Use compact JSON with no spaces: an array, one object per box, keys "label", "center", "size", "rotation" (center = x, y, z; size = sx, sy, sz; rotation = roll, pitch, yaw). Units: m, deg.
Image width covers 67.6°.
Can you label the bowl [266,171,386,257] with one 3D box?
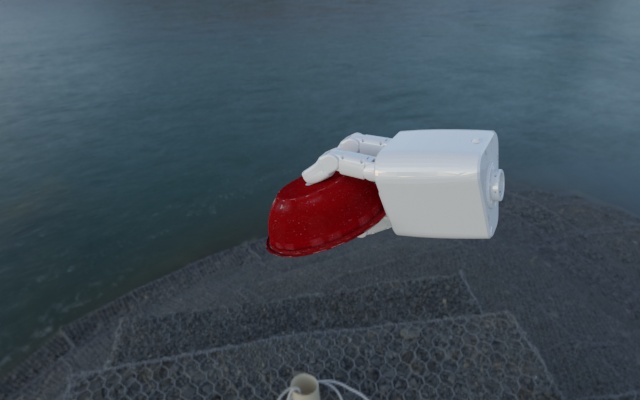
[{"label":"bowl","center":[-0.001,0.002,0.568],"size":[0.162,0.055,0.162],"rotation":[-20,18,7]}]
